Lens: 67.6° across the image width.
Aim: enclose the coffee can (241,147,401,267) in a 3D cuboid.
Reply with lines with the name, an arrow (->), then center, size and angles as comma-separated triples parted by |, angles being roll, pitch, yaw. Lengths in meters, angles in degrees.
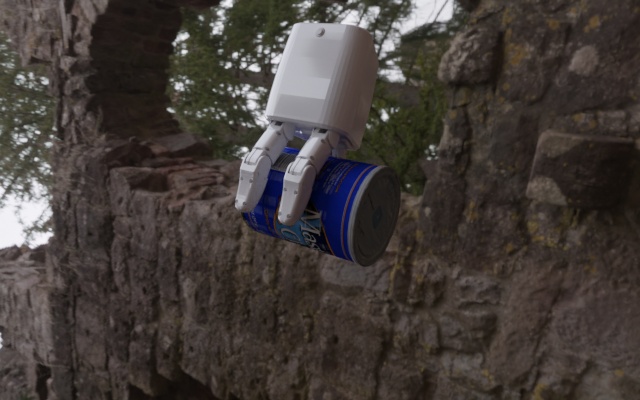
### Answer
coffee can -> 0.000, 0.002, 0.509 | 0.140, 0.103, 0.103 | 14, 7, 30
